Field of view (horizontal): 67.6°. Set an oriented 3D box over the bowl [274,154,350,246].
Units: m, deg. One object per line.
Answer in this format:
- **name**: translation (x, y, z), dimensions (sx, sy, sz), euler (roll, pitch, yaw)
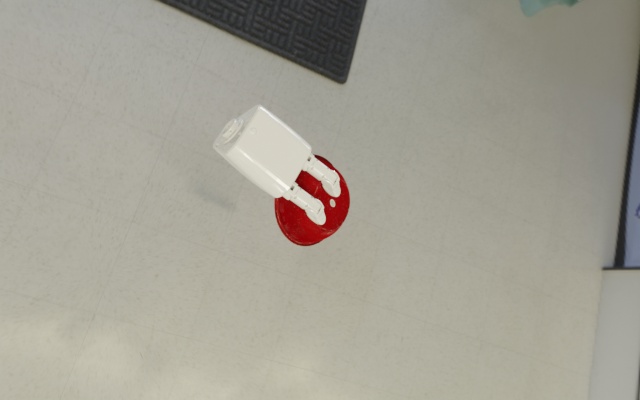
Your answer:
- **bowl**: translation (0.001, 0.003, 0.815), dimensions (0.162, 0.162, 0.055), euler (0, 6, -45)
